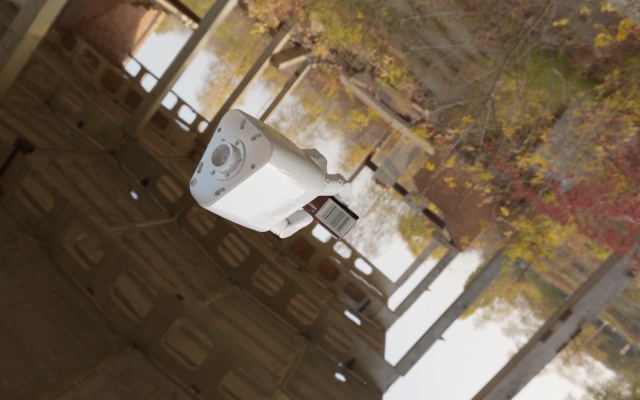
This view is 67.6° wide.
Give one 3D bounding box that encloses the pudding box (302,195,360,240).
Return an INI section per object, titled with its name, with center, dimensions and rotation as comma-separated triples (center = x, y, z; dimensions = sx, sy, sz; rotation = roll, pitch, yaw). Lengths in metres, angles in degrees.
[pudding box]
center = 0.000, 0.002, 0.660
dimensions = 0.113, 0.039, 0.090
rotation = 43, 6, 4
